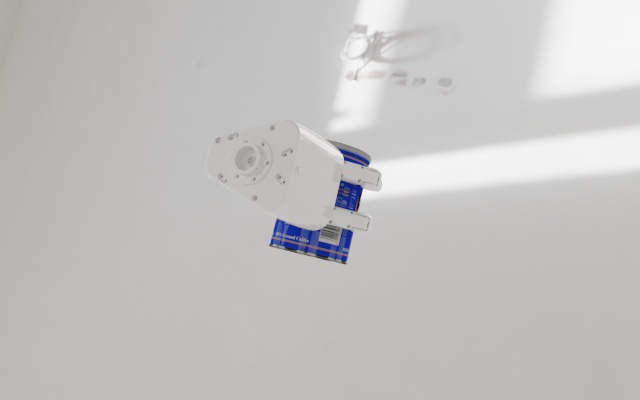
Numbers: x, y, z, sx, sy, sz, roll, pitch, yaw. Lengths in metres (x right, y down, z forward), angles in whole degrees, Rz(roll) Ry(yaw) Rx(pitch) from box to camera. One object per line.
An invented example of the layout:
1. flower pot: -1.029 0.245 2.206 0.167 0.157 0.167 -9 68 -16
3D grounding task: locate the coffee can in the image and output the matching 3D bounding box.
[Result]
1. coffee can: 0.000 0.002 0.612 0.103 0.140 0.103 13 -6 1
